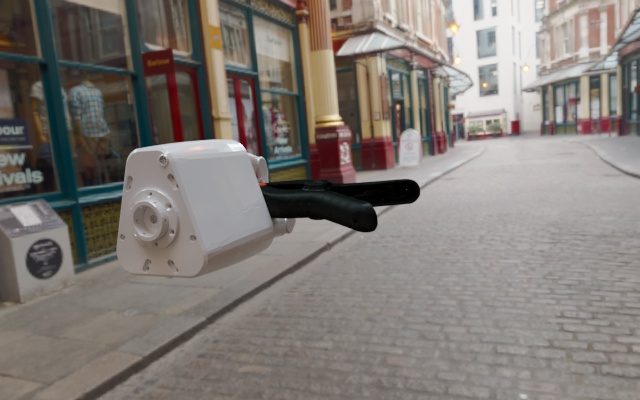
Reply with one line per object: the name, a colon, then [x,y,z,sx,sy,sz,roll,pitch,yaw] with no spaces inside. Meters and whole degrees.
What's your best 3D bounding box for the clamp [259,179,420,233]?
clamp: [0.000,0.001,0.454,0.171,0.039,0.120,-2,7,22]
